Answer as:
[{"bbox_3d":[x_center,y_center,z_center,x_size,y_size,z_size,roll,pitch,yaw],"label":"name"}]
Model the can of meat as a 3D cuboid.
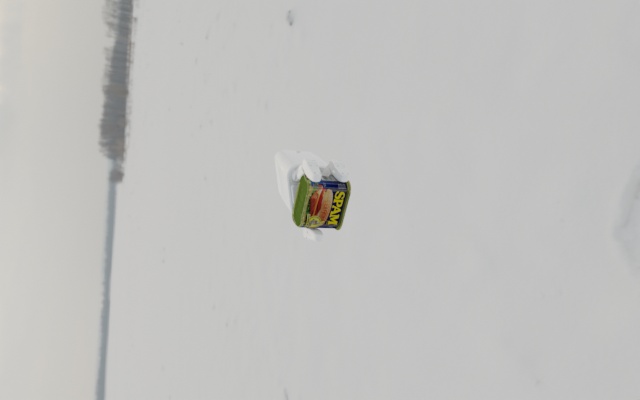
[{"bbox_3d":[0.000,0.003,0.882,0.084,0.102,0.057,3,25,-24],"label":"can of meat"}]
